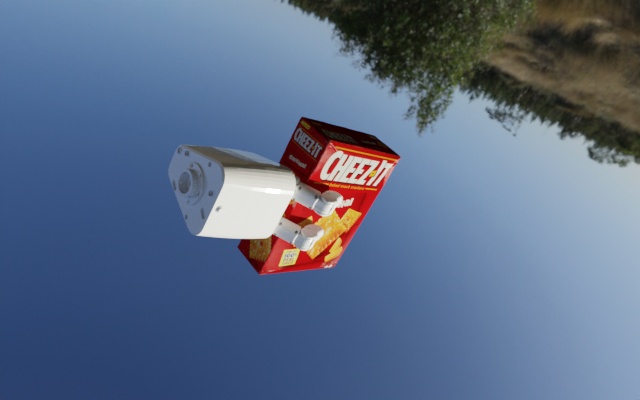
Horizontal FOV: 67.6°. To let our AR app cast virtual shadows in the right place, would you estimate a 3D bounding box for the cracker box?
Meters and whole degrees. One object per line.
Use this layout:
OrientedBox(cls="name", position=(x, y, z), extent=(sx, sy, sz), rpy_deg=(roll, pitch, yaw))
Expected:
OrientedBox(cls="cracker box", position=(0.000, 0.002, 0.684), extent=(0.164, 0.214, 0.072), rpy_deg=(4, 33, -48))
